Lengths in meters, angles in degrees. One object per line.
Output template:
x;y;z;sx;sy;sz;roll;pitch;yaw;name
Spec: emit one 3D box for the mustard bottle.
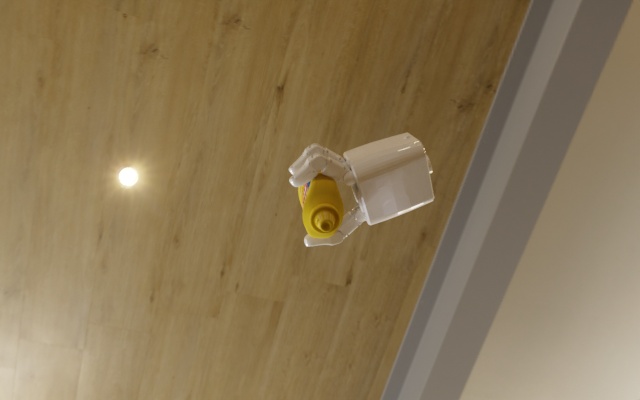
0.000;0.002;0.709;0.058;0.096;0.191;4;18;-7;mustard bottle
